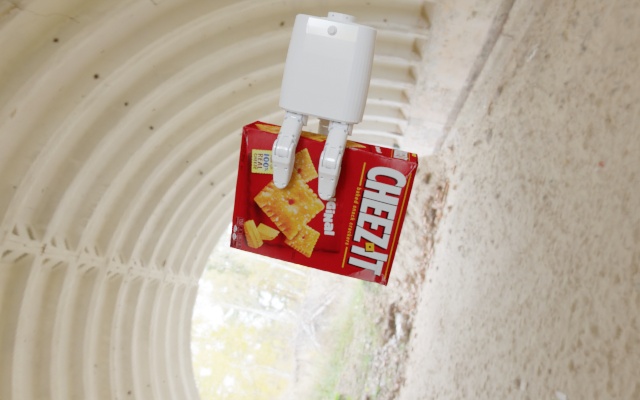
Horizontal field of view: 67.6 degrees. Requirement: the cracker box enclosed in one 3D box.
[{"bbox_3d":[0.000,0.002,0.605,0.213,0.164,0.072,13,18,7],"label":"cracker box"}]
